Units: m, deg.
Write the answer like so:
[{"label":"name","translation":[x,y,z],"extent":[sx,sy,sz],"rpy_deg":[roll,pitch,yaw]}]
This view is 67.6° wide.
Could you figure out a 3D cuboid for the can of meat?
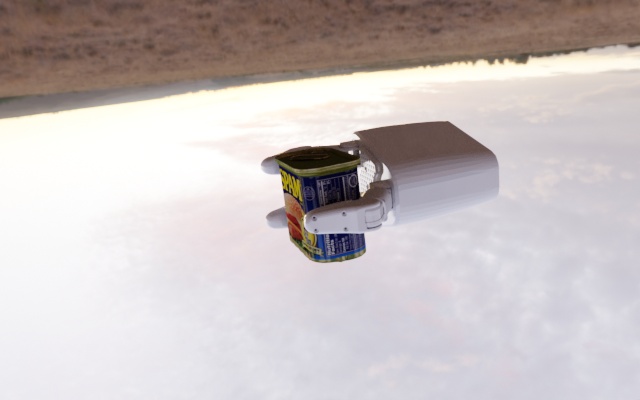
[{"label":"can of meat","translation":[0.000,0.002,0.430],"extent":[0.057,0.084,0.102],"rpy_deg":[-12,16,-16]}]
